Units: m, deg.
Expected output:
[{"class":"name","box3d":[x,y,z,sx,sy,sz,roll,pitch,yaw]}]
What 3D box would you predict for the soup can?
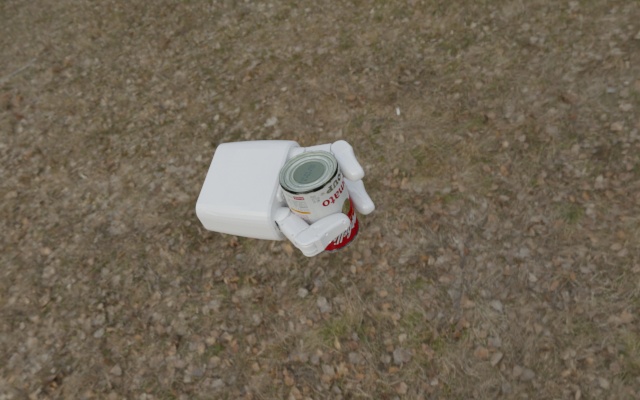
[{"class":"soup can","box3d":[0.000,0.002,0.540,0.068,0.068,0.102,0,-43,22]}]
